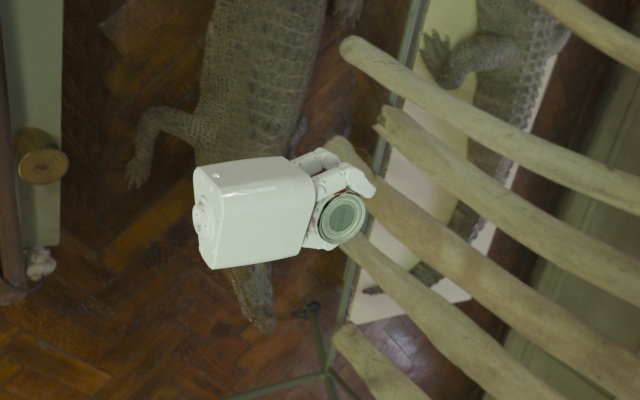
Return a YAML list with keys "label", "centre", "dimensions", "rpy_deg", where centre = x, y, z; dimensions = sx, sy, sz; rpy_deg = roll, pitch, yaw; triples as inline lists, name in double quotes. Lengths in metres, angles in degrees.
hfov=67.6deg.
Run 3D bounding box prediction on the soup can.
- label: "soup can"
  centre: [0.001, 0.002, 0.589]
  dimensions: [0.068, 0.068, 0.102]
  rpy_deg: [0, 23, -34]
